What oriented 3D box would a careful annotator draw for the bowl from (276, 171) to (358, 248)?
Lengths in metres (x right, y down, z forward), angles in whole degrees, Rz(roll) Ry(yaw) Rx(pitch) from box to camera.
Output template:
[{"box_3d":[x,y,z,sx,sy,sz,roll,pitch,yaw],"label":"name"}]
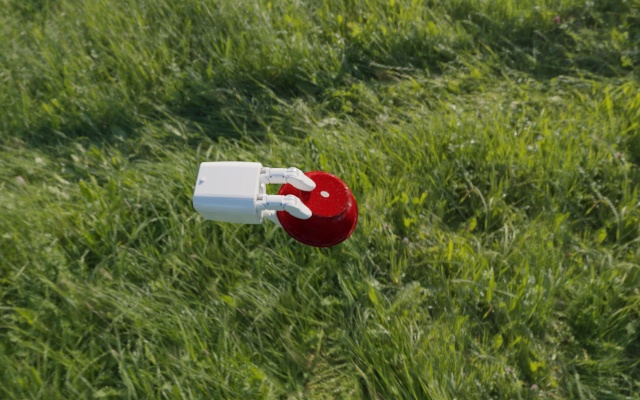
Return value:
[{"box_3d":[0.002,0.003,0.880,0.162,0.162,0.055,0,-29,-16],"label":"bowl"}]
